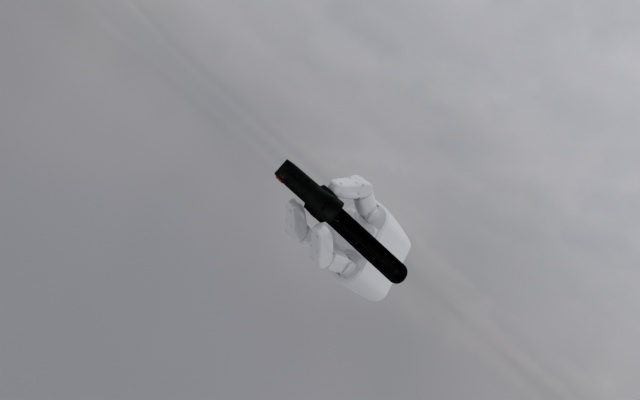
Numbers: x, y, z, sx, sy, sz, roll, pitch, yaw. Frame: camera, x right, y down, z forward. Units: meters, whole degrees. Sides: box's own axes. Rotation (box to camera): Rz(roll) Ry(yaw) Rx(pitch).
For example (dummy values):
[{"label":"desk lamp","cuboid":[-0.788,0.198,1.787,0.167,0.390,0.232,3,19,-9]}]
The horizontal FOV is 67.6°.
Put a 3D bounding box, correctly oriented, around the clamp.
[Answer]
[{"label":"clamp","cuboid":[0.000,0.001,0.545,0.210,0.036,0.165,42,-3,39]}]
